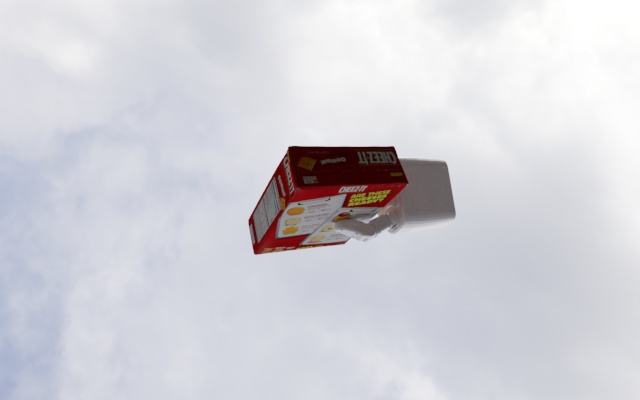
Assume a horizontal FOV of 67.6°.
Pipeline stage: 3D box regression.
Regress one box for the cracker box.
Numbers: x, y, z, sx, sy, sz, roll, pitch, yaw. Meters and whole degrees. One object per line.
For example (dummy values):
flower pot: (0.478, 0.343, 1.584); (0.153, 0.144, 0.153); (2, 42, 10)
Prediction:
cracker box: (0.000, 0.003, 0.699); (0.164, 0.072, 0.214); (-4, -27, -26)
